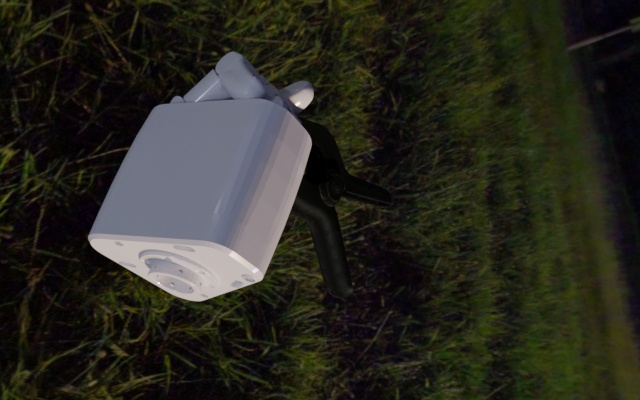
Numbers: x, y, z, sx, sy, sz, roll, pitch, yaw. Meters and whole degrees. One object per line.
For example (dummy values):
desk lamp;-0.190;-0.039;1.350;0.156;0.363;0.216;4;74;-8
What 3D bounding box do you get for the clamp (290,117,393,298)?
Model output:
clamp;0.000;0.001;0.404;0.039;0.120;0.171;-11;-40;40
